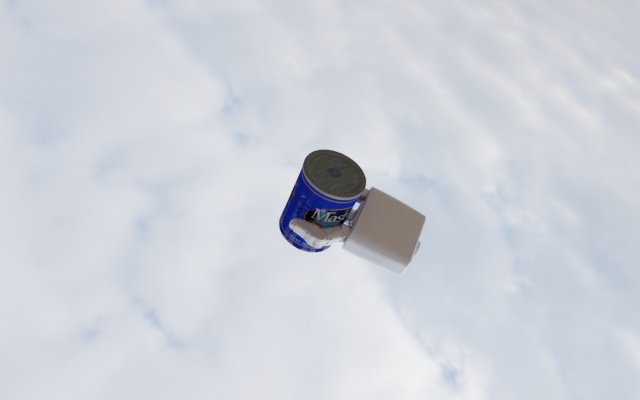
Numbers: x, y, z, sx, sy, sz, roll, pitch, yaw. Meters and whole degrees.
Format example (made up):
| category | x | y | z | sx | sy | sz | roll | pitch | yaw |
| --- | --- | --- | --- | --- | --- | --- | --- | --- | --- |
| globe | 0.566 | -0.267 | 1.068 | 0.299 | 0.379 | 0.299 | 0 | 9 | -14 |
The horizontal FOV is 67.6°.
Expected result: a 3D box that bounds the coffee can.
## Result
| category | x | y | z | sx | sy | sz | roll | pitch | yaw |
| --- | --- | --- | --- | --- | --- | --- | --- | --- | --- |
| coffee can | 0.000 | 0.002 | 0.773 | 0.103 | 0.102 | 0.140 | 0 | -41 | -26 |
